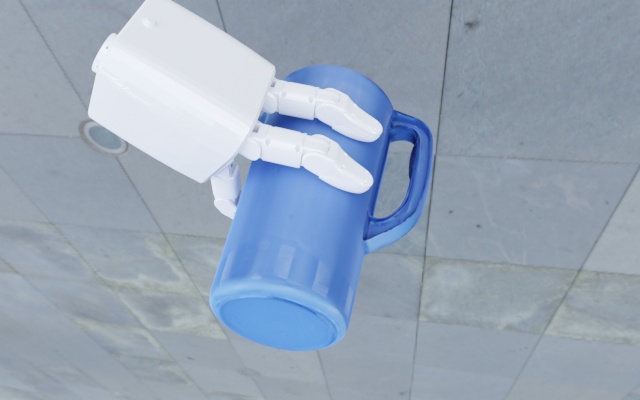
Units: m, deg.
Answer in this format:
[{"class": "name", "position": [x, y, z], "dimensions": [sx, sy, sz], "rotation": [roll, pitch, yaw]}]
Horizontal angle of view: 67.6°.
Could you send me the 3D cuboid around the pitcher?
[{"class": "pitcher", "position": [0.000, 0.001, 0.426], "dimensions": [0.145, 0.242, 0.149], "rotation": [32, -41, -22]}]
